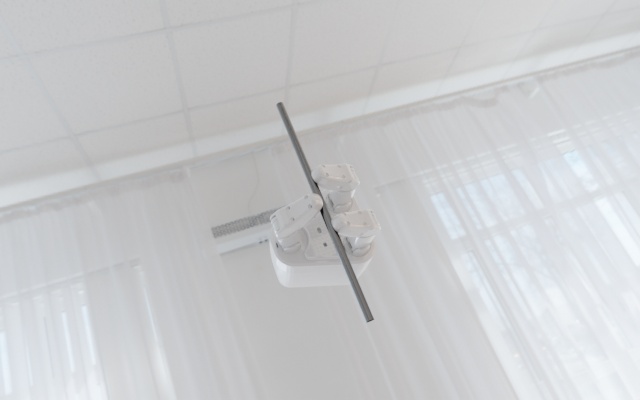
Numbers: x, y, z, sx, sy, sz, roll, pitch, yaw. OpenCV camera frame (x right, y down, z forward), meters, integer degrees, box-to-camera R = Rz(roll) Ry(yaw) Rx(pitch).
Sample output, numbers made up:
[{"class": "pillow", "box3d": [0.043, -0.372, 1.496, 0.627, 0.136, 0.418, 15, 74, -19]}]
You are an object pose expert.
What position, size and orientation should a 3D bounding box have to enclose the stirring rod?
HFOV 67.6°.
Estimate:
[{"class": "stirring rod", "box3d": [0.000, 0.002, 0.458, 0.011, 0.239, 0.011, -19, -22, -8]}]
